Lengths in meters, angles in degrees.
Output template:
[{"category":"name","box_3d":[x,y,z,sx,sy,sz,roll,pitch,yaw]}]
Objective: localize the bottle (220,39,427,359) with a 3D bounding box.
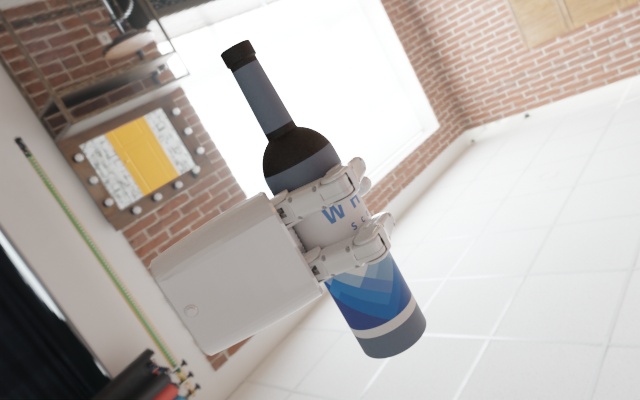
[{"category":"bottle","box_3d":[0.000,0.002,0.418,0.069,0.296,0.069,-28,13,7]}]
